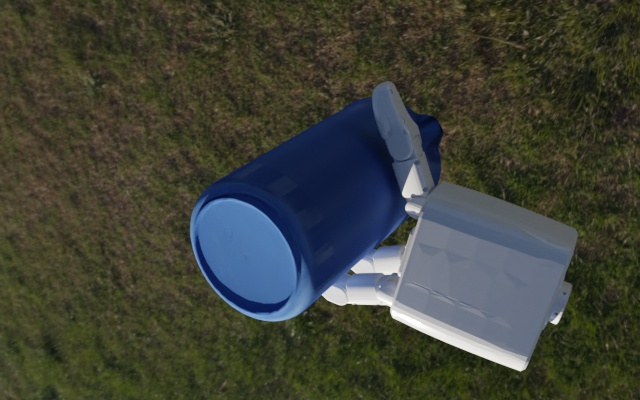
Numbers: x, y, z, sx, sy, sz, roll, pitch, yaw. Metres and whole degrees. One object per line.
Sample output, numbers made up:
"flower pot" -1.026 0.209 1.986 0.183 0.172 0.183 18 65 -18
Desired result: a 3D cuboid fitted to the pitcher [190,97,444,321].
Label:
"pitcher" 0.000 0.001 0.423 0.145 0.149 0.242 21 30 23
